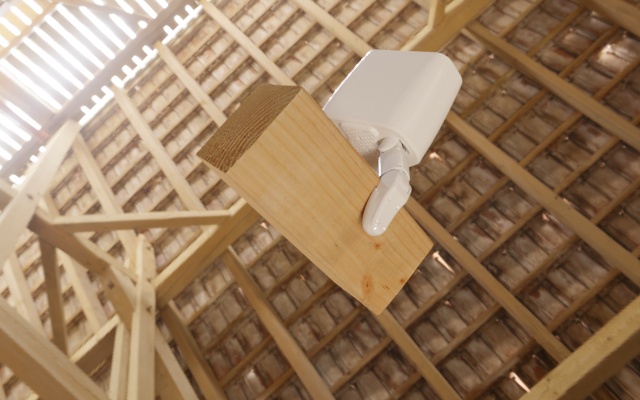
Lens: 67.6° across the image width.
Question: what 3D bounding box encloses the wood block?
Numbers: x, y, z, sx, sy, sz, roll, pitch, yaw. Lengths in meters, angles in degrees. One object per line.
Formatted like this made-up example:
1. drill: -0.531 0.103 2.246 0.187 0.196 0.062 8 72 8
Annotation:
1. wood block: 0.001 0.001 0.437 0.206 0.090 0.091 46 -11 -30
